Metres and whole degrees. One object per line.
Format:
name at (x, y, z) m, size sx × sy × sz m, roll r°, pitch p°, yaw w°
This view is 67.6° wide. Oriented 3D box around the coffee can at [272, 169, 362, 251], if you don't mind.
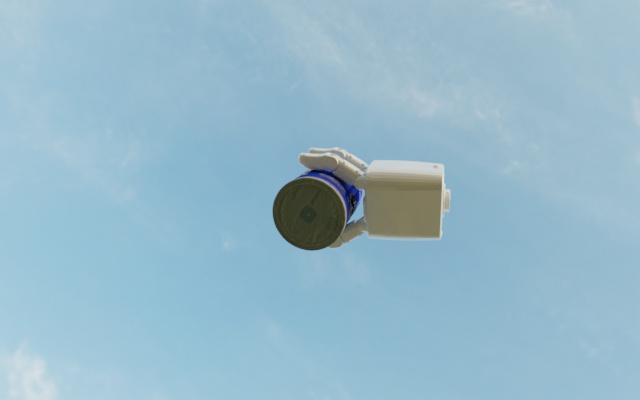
coffee can at (0.000, 0.002, 0.706) m, size 0.103 × 0.103 × 0.140 m, roll 0°, pitch 14°, yaw 14°
